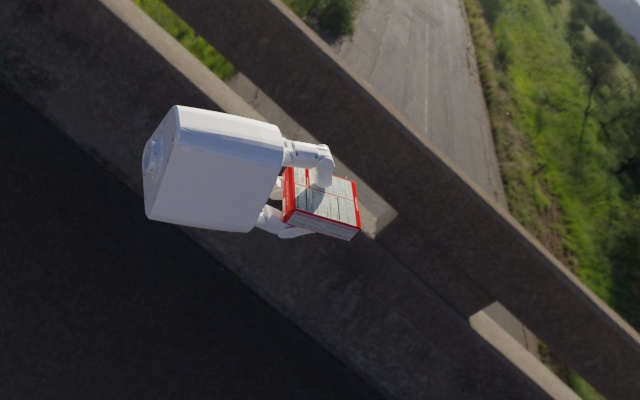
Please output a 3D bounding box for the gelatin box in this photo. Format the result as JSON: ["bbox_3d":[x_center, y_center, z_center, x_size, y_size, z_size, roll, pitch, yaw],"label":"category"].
[{"bbox_3d":[0.001,0.002,0.549,0.089,0.073,0.030,16,-45,-22],"label":"gelatin box"}]
